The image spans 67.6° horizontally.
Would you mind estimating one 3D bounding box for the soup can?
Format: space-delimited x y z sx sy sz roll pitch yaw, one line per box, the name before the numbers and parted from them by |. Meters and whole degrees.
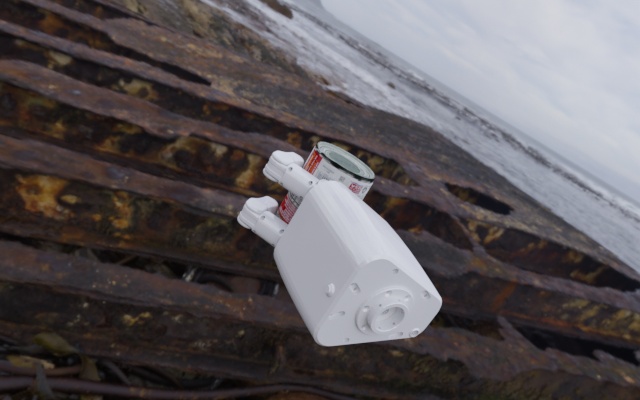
soup can | 0.000 0.001 0.476 0.068 0.102 0.068 28 19 -11
